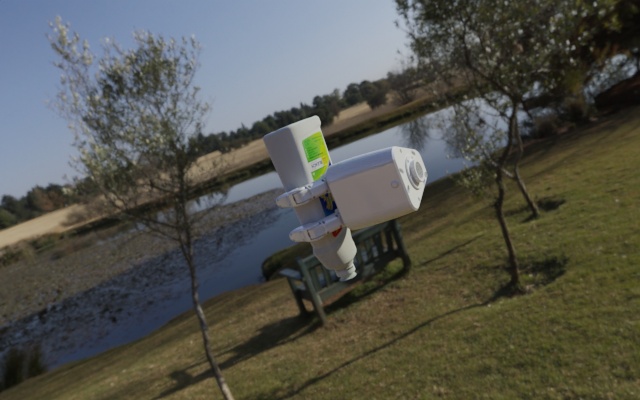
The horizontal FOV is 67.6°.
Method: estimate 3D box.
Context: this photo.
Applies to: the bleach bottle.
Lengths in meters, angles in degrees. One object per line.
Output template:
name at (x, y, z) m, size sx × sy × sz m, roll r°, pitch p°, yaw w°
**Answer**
bleach bottle at (0.000, 0.002, 0.736) m, size 0.068 × 0.251 × 0.102 m, roll -17°, pitch 10°, yaw 32°
